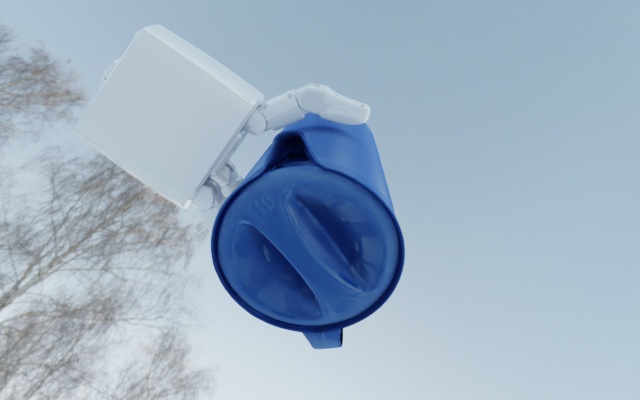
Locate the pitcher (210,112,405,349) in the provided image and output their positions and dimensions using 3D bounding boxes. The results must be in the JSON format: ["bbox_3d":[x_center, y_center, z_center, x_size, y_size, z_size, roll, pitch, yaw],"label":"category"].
[{"bbox_3d":[0.000,0.001,0.433,0.145,0.149,0.242,34,22,-10],"label":"pitcher"}]
